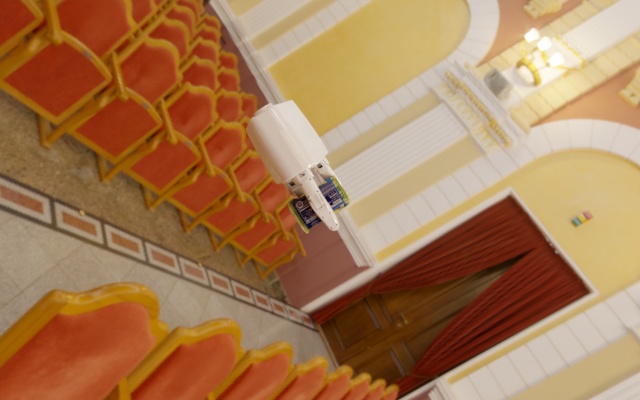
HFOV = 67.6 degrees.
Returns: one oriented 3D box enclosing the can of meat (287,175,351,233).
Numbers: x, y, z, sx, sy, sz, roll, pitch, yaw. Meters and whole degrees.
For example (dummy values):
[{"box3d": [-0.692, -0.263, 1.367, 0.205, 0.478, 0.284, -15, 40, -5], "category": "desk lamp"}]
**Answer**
[{"box3d": [0.000, 0.002, 0.772, 0.084, 0.057, 0.102, -32, 3, 5], "category": "can of meat"}]
